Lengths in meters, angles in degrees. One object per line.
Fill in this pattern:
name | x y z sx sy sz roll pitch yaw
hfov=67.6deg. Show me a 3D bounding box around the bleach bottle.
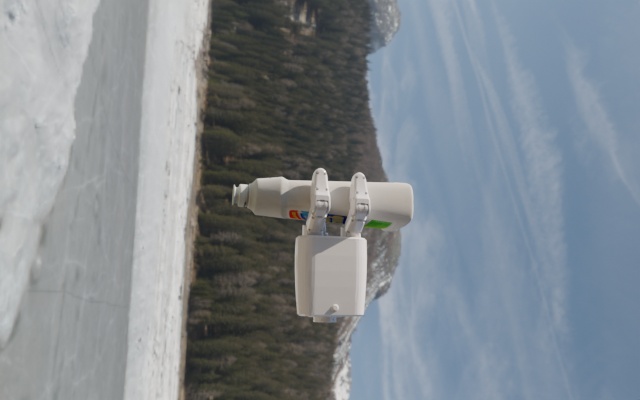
bleach bottle | 0.000 0.002 0.688 0.251 0.068 0.102 4 -12 -14
